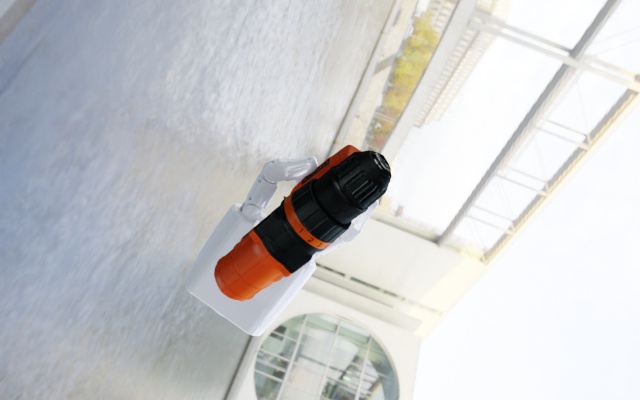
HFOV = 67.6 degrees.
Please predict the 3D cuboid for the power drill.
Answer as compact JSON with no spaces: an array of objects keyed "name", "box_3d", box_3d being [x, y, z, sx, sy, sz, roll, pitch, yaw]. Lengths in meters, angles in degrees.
[{"name":"power drill","box_3d":[0.000,0.002,0.451,0.184,0.057,0.187,-37,3,24]}]
